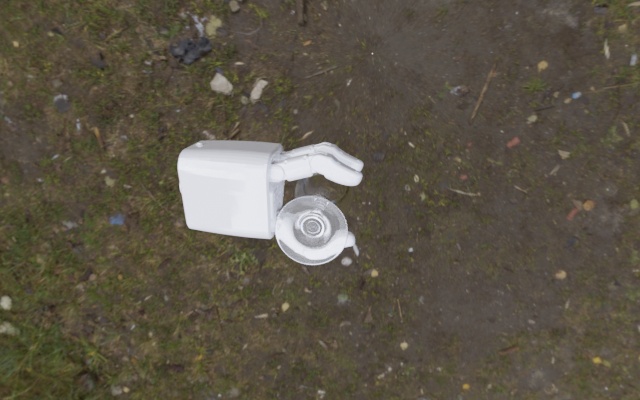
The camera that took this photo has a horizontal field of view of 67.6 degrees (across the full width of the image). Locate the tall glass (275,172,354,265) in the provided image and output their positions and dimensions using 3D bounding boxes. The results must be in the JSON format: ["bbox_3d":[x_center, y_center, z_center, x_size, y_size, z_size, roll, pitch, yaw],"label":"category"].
[{"bbox_3d":[0.000,0.002,0.570,0.079,0.079,0.201,0,17,6],"label":"tall glass"}]
